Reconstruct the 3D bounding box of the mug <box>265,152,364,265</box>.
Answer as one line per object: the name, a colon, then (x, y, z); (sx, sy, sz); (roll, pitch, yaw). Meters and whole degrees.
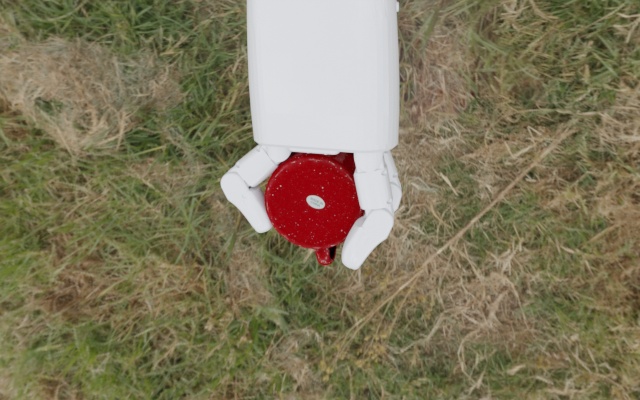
mug: (0.000, 0.003, 0.418); (0.093, 0.117, 0.081); (0, 20, 8)
